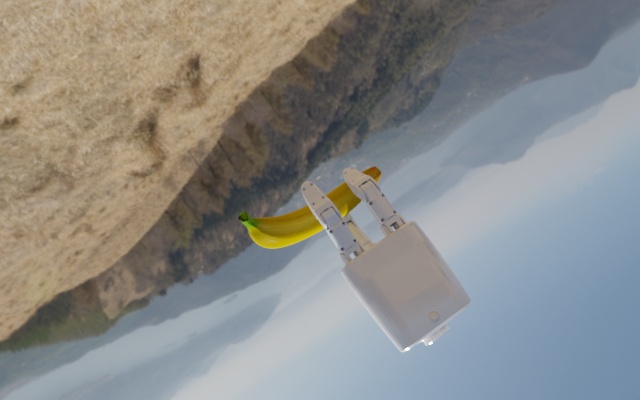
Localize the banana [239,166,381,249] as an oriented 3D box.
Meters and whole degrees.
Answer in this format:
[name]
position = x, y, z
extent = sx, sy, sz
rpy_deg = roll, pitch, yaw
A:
[banana]
position = -0.007, 0.014, 0.571
extent = 0.198, 0.037, 0.070
rpy_deg = -22, -26, -31
